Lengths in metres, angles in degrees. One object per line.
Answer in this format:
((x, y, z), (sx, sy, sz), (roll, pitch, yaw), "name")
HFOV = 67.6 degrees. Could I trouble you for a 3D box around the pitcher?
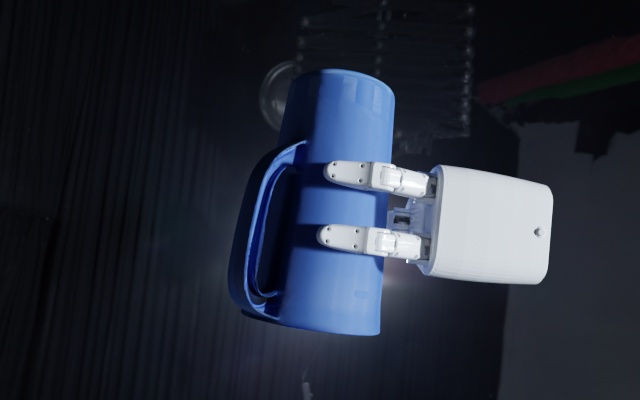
((0.000, 0.002, 0.461), (0.145, 0.243, 0.149), (8, -8, -5), "pitcher")
